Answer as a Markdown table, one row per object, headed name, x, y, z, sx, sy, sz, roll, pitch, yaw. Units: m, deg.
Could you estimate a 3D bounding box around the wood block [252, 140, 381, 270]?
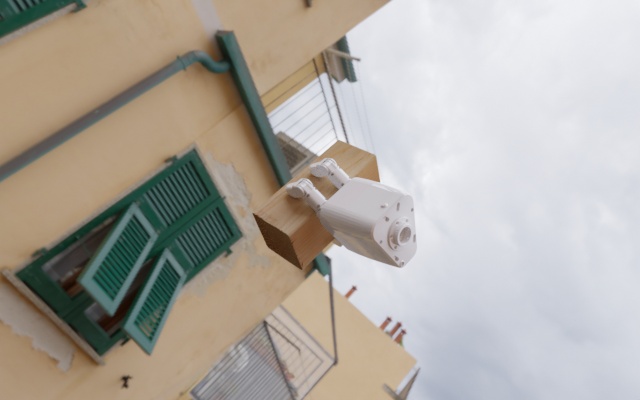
| name | x | y | z | sx | sy | sz | roll | pitch | yaw |
| --- | --- | --- | --- | --- | --- | --- | --- | --- | --- |
| wood block | 0.001 | 0.003 | 0.796 | 0.090 | 0.091 | 0.206 | 28 | 59 | 37 |
